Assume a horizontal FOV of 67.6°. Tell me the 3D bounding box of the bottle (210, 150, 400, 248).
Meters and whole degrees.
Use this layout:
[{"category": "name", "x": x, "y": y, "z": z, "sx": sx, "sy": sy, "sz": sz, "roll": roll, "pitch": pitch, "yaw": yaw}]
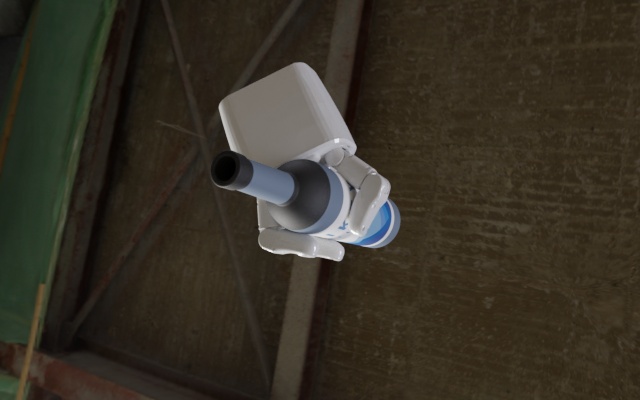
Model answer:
[{"category": "bottle", "x": 0.000, "y": 0.002, "z": 0.465, "sx": 0.069, "sy": 0.069, "sz": 0.296, "roll": 0, "pitch": -10, "yaw": 28}]
